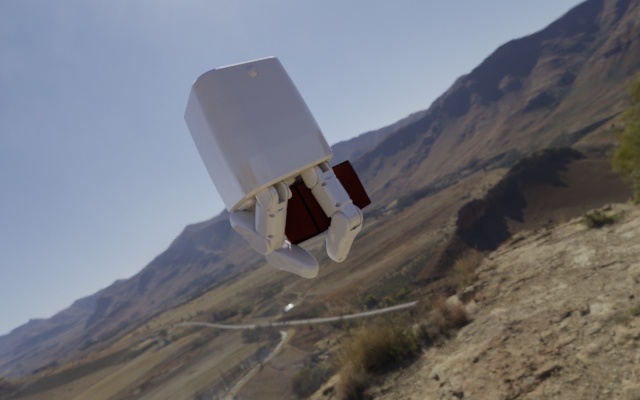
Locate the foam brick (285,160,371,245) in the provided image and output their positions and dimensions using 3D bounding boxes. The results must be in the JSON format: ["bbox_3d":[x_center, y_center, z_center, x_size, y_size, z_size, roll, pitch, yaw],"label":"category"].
[{"bbox_3d":[0.000,0.002,0.469,0.078,0.051,0.053,-28,-1,-41],"label":"foam brick"}]
